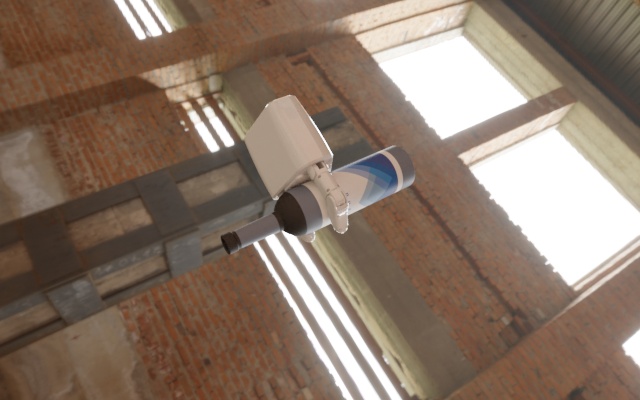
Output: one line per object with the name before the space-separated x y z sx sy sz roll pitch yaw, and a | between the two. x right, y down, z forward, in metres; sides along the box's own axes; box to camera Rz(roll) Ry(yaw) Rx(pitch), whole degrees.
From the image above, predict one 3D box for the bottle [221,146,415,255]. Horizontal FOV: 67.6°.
bottle | 0.000 0.002 0.671 0.295 0.069 0.069 -24 10 -24
